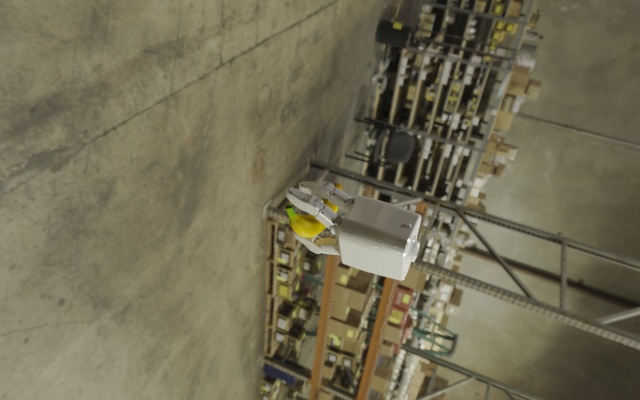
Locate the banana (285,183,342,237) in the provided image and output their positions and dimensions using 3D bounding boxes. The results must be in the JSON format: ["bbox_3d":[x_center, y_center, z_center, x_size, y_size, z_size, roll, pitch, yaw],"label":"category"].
[{"bbox_3d":[-0.004,0.021,0.825,0.037,0.070,0.197,14,18,21],"label":"banana"}]
